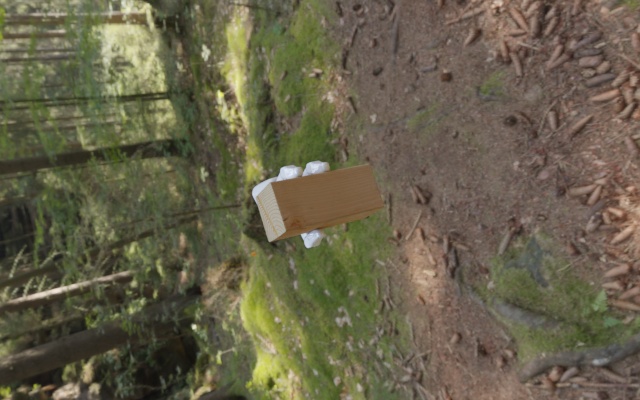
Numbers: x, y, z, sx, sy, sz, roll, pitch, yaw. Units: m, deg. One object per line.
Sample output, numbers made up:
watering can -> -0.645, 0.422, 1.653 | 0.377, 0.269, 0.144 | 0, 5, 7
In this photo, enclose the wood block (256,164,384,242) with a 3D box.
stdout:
wood block -> 0.000, 0.003, 0.879 | 0.206, 0.091, 0.090 | -13, -11, -28
